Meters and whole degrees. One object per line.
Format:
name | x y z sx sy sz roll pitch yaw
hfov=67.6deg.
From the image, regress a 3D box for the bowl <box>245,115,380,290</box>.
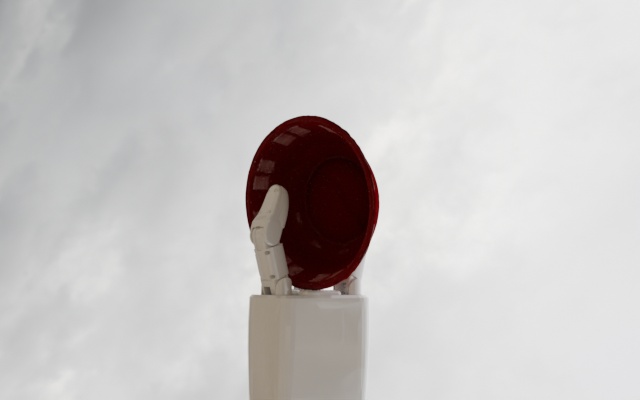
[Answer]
bowl | 0.000 0.000 0.460 0.162 0.162 0.055 0 3 41
